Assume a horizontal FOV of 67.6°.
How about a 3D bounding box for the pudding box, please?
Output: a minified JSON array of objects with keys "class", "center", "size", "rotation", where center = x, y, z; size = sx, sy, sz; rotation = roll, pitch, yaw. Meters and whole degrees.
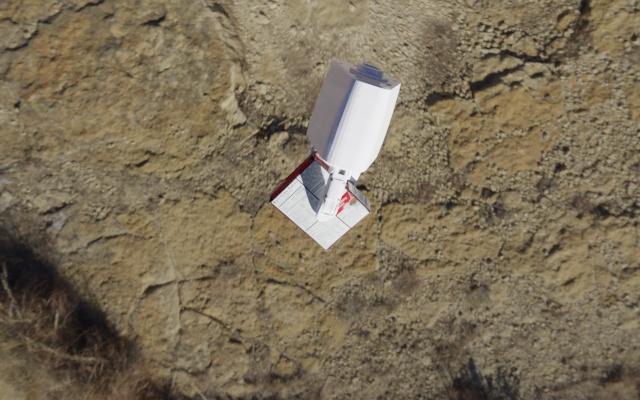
[{"class":"pudding box","center":[0.000,0.002,0.654],"size":[0.090,0.113,0.039],"rotation":[-42,17,18]}]
